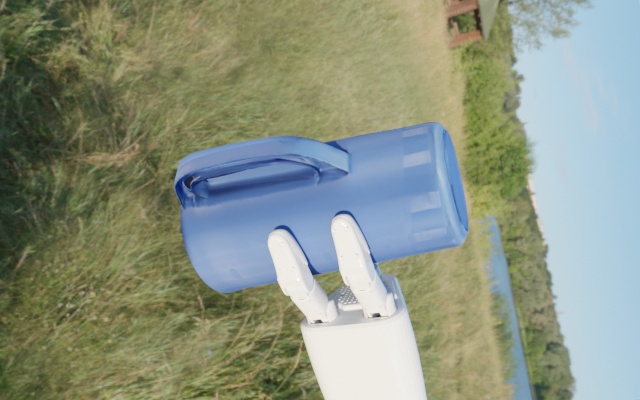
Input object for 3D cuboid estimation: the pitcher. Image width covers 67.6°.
[{"bbox_3d":[0.000,0.002,0.436,0.243,0.145,0.149,-12,10,21],"label":"pitcher"}]
